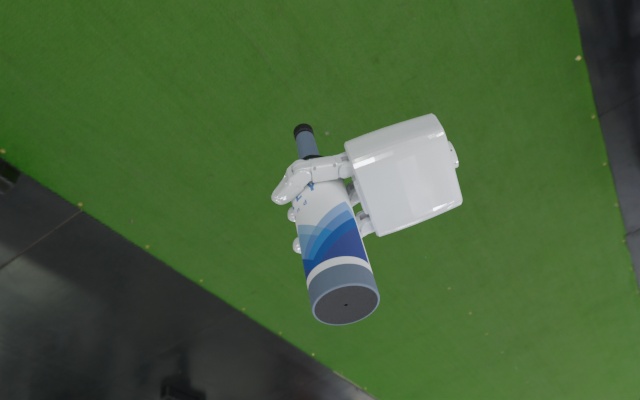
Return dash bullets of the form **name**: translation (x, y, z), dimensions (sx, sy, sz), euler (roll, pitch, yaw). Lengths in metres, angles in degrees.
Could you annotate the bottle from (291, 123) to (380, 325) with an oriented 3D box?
- **bottle**: translation (0.000, 0.002, 0.561), dimensions (0.069, 0.069, 0.295), euler (0, 42, -13)
